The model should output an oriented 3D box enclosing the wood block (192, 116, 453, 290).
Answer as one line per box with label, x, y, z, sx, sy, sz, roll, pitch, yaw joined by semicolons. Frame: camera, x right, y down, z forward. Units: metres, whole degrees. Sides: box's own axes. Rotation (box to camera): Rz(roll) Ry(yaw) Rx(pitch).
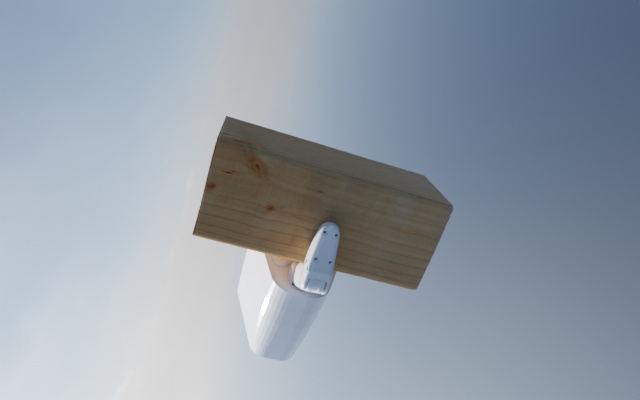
wood block;0.000;0.002;0.441;0.206;0.090;0.090;15;20;-12
